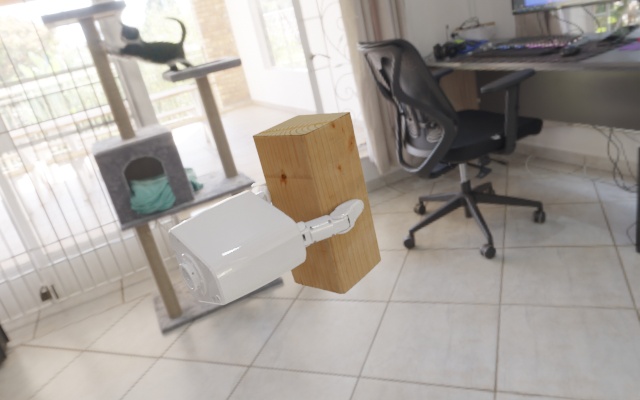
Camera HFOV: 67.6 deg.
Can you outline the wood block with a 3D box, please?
[{"bbox_3d":[0.000,0.002,0.606,0.091,0.206,0.090,5,28,41],"label":"wood block"}]
